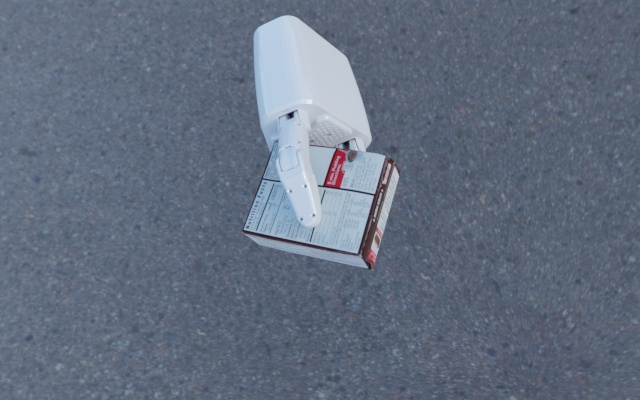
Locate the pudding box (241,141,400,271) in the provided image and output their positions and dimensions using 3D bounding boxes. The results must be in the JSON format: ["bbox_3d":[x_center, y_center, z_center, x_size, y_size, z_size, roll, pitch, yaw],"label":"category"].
[{"bbox_3d":[0.000,0.001,0.400,0.113,0.090,0.039,9,-18,28],"label":"pudding box"}]
